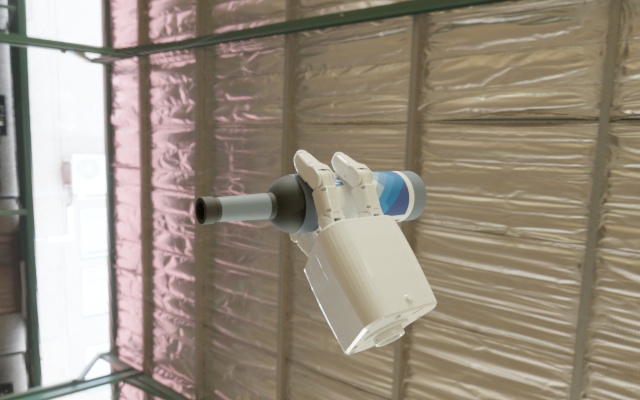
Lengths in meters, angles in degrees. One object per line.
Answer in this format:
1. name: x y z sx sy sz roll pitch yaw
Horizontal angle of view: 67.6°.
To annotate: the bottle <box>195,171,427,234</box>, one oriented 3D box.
1. bottle: 0.000 0.002 0.554 0.296 0.069 0.069 -4 2 -37
